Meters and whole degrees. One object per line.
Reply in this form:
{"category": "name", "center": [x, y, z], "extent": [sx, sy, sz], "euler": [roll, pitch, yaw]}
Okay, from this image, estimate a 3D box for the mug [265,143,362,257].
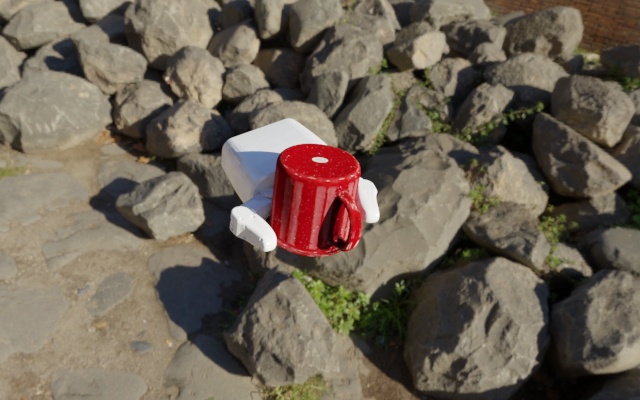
{"category": "mug", "center": [0.001, 0.002, 0.464], "extent": [0.093, 0.081, 0.117], "euler": [-12, 37, -30]}
